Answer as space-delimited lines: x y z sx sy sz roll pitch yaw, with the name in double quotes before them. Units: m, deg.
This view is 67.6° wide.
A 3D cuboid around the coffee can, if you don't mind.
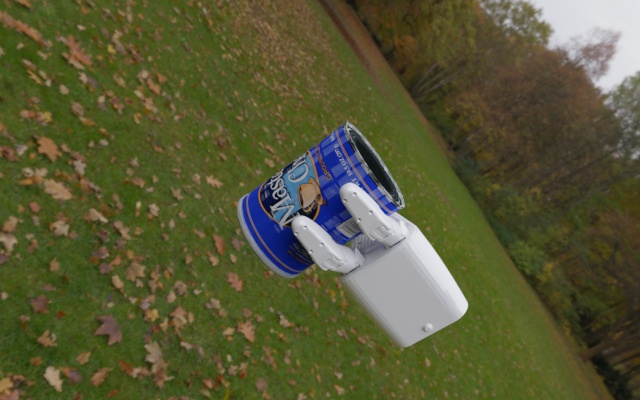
"coffee can" 0.000 0.002 0.494 0.140 0.103 0.103 -34 -11 16
